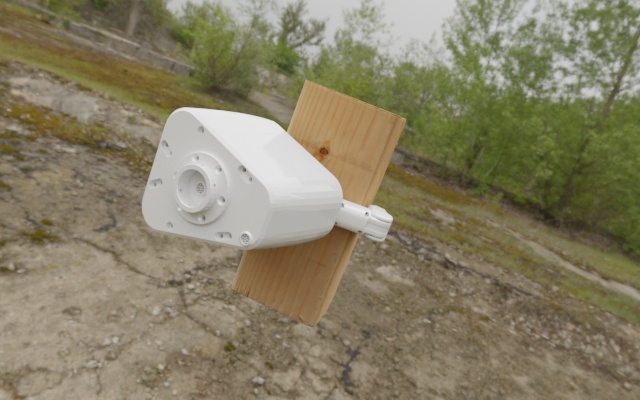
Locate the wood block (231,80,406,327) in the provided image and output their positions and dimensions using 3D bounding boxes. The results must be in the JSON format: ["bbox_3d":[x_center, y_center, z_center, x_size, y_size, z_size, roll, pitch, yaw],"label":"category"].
[{"bbox_3d":[0.000,0.002,0.465,0.091,0.206,0.090,23,12,10],"label":"wood block"}]
